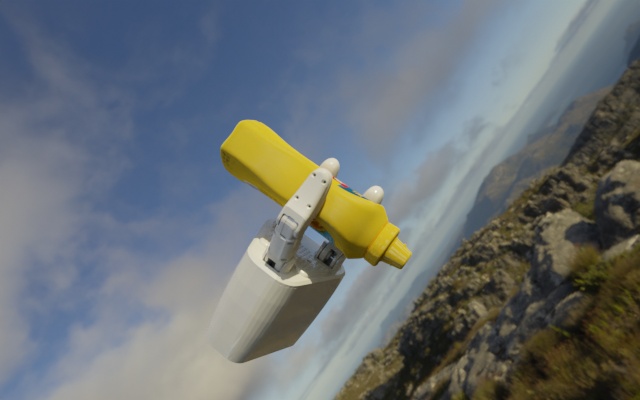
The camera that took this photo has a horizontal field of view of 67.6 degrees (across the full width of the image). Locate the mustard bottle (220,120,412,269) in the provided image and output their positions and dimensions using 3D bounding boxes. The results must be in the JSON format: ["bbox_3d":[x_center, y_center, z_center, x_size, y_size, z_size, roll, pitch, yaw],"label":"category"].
[{"bbox_3d":[0.000,0.001,0.445,0.191,0.058,0.096,36,-5,13],"label":"mustard bottle"}]
